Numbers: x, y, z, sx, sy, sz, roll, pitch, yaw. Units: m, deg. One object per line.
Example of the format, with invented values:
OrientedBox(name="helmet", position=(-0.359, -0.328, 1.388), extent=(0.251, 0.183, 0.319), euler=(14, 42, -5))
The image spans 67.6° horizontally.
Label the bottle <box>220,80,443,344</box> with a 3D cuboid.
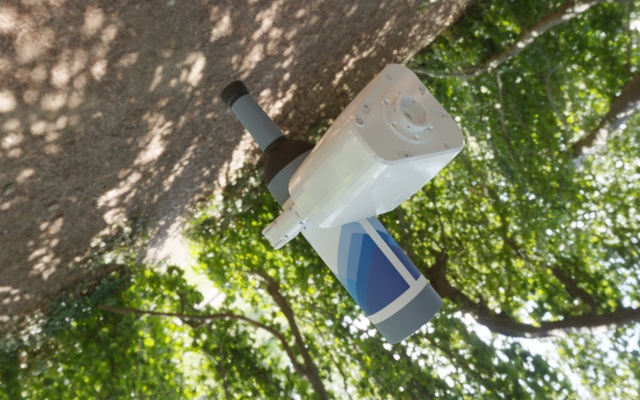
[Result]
OrientedBox(name="bottle", position=(0.000, 0.002, 0.471), extent=(0.069, 0.295, 0.069), euler=(-38, -5, -4))
